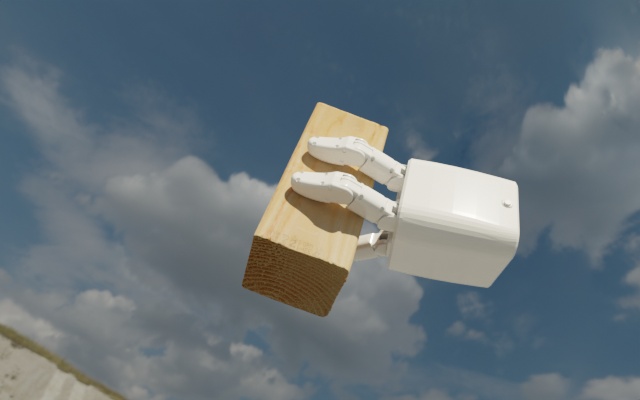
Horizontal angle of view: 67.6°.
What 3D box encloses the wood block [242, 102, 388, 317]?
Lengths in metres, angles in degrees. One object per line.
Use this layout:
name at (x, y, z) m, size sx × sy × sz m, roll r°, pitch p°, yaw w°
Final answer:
wood block at (0.000, 0.002, 0.502) m, size 0.090 × 0.206 × 0.091 m, roll 20°, pitch -43°, yaw 1°
